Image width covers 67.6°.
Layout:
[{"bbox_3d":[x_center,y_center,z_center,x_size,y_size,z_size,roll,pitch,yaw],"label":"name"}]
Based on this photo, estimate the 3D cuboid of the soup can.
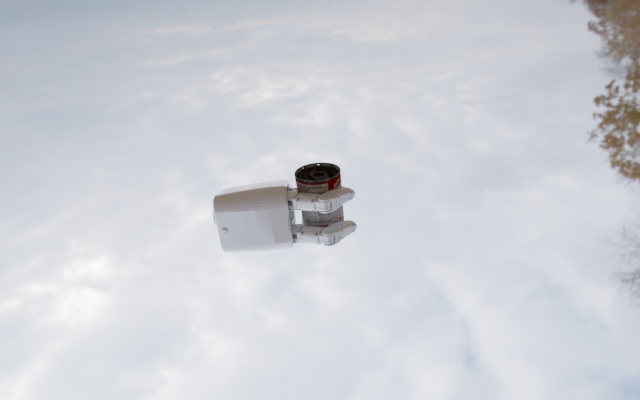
[{"bbox_3d":[0.001,0.003,0.720,0.068,0.102,0.068,-5,26,2],"label":"soup can"}]
